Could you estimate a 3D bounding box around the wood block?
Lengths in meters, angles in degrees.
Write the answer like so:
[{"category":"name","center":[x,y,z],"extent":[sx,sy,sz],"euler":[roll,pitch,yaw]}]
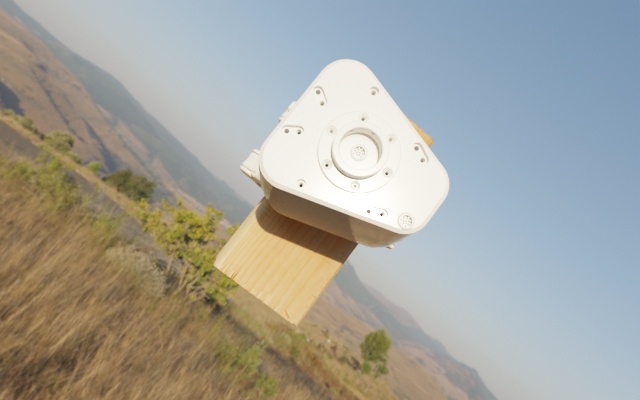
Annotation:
[{"category":"wood block","center":[0.000,0.002,0.454],"extent":[0.091,0.206,0.090],"euler":[39,-8,-7]}]
